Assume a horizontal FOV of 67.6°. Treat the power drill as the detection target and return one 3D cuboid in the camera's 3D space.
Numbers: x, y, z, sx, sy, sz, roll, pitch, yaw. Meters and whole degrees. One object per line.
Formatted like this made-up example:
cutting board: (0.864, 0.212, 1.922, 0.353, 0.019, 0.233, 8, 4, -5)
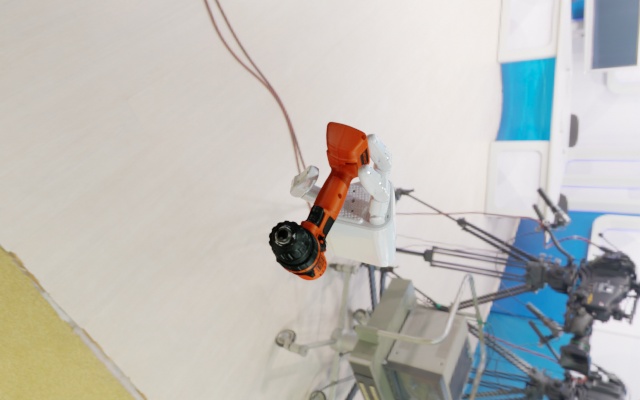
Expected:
power drill: (0.000, 0.002, 0.586, 0.057, 0.187, 0.184, 22, -13, 12)
